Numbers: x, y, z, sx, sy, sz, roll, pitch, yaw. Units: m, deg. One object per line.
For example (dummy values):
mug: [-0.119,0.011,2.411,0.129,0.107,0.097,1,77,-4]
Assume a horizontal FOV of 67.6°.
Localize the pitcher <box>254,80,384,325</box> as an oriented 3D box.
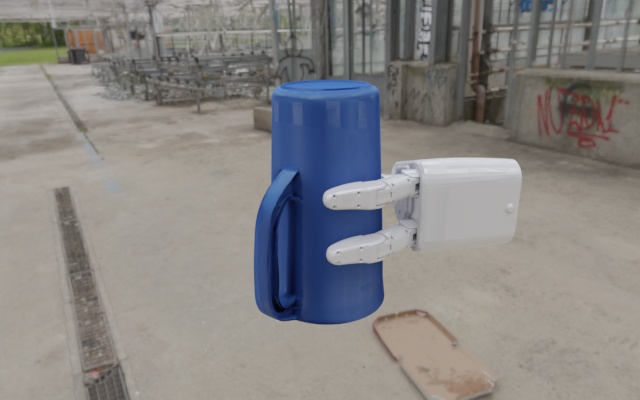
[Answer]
pitcher: [0.000,0.002,0.506,0.145,0.243,0.149,-3,19,-6]
